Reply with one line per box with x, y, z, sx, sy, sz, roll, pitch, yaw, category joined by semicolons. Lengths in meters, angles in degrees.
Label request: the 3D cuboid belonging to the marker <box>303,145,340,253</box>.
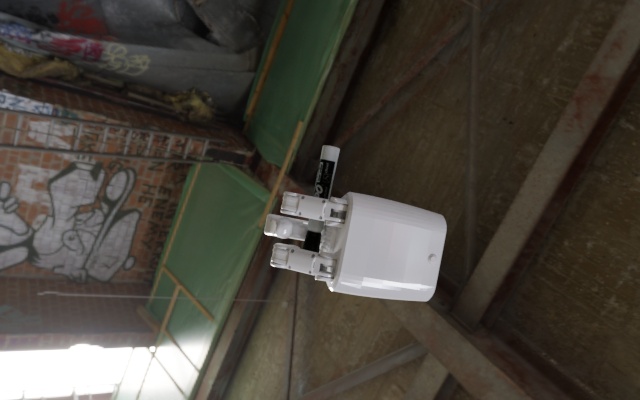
0.000;0.002;0.513;0.020;0.121;0.020;11;0;0;marker
